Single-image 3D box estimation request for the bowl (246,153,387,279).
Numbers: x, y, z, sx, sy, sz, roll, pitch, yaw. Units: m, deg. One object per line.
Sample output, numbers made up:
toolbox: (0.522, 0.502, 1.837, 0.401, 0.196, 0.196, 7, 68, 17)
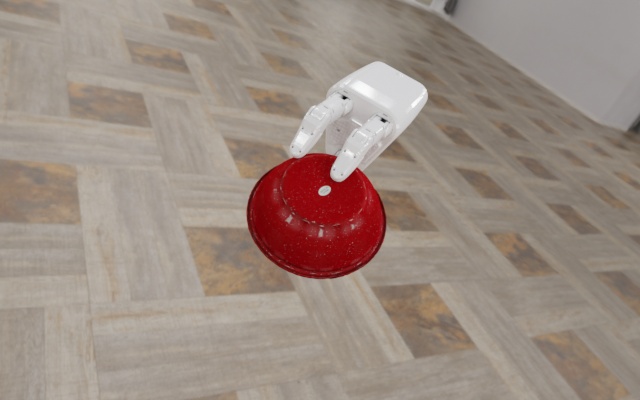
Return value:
bowl: (0.000, 0.002, 0.524, 0.162, 0.162, 0.055, 0, -32, -9)
